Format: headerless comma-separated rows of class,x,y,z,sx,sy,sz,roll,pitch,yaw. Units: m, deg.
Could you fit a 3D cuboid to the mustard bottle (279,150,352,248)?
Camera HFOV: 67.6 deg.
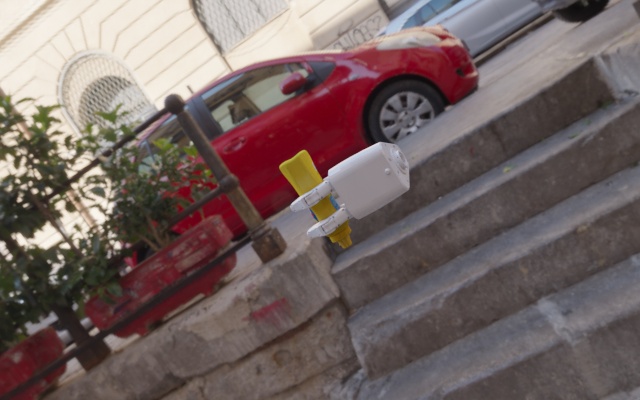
mustard bottle,0.000,0.003,0.864,0.058,0.191,0.096,-33,6,1
